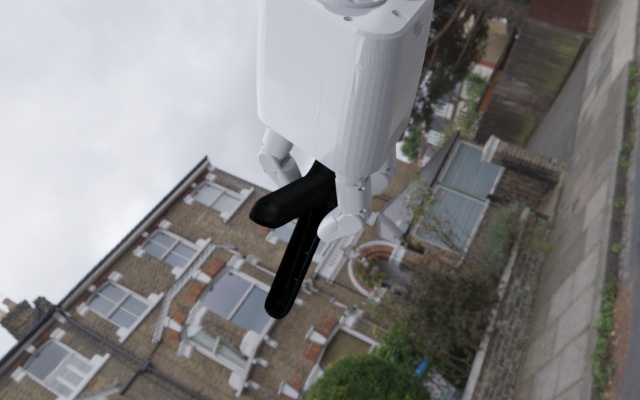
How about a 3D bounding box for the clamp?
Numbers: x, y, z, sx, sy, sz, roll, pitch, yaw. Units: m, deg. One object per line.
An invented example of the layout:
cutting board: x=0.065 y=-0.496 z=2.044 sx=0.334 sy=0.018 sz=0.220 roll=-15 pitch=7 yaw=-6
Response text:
clamp: x=0.000 y=0.001 z=0.443 sx=0.036 sy=0.165 sz=0.210 roll=24 pitch=49 yaw=15
